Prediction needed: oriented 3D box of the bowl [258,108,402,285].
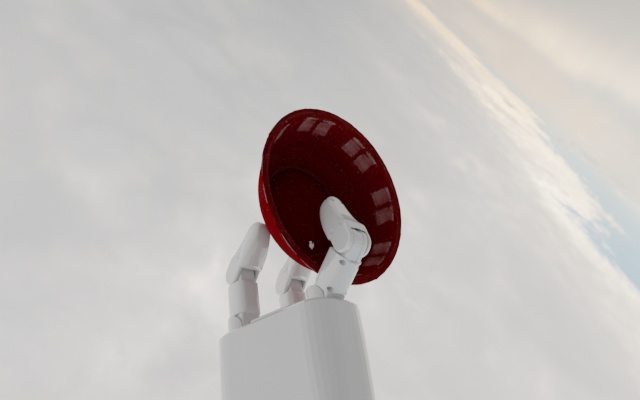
[{"bbox_3d":[0.000,0.000,0.432,0.162,0.162,0.055,0,-19,-43],"label":"bowl"}]
